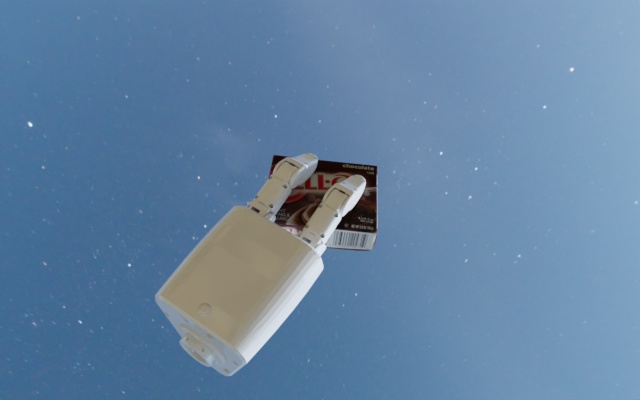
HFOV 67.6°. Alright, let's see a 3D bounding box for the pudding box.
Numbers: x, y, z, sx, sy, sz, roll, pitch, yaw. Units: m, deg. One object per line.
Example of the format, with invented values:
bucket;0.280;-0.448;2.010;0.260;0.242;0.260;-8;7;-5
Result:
pudding box;0.000;0.002;0.480;0.113;0.090;0.039;7;-40;-2
